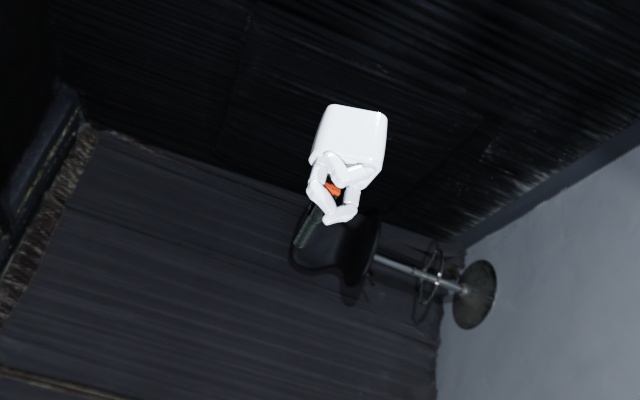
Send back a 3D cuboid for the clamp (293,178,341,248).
[{"bbox_3d":[0.000,0.002,0.826,0.039,0.120,0.171,21,-33,-11],"label":"clamp"}]
